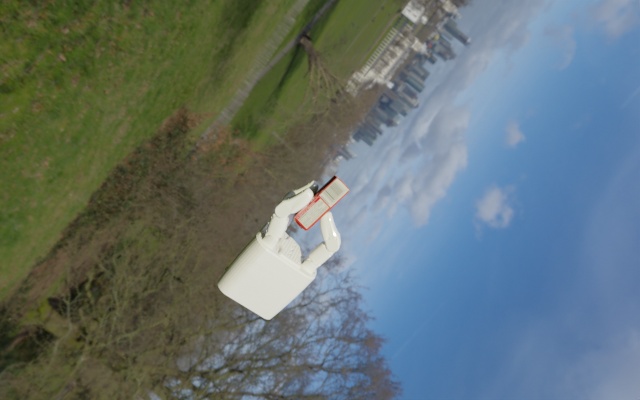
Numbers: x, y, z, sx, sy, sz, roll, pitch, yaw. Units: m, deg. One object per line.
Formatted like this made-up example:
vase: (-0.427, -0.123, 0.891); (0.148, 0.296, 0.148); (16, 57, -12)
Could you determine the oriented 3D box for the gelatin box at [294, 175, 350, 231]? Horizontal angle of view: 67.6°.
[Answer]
gelatin box: (0.001, 0.002, 0.712); (0.089, 0.030, 0.073); (-43, 4, 3)
